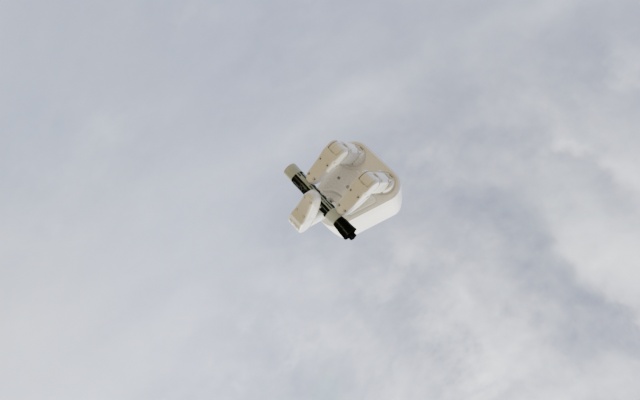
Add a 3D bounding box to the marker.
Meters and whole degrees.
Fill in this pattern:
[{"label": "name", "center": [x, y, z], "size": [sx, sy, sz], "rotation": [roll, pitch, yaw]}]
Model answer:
[{"label": "marker", "center": [0.000, 0.002, 0.576], "size": [0.121, 0.020, 0.020], "rotation": [47, 19, 19]}]
